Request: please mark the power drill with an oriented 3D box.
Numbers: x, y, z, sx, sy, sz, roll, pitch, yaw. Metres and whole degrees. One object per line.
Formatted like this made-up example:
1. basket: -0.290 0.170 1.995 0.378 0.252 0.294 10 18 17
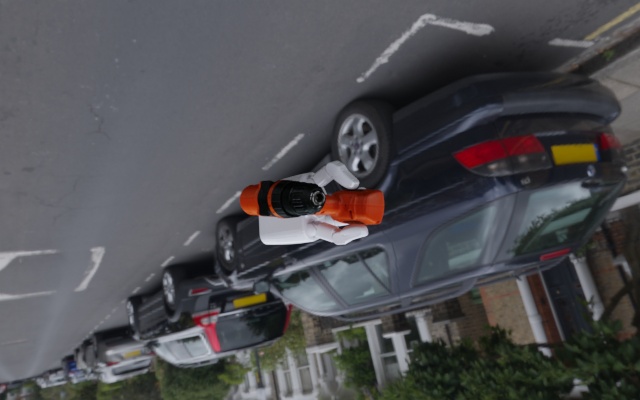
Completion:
1. power drill: 0.000 0.002 0.691 0.187 0.057 0.184 7 -3 -36
